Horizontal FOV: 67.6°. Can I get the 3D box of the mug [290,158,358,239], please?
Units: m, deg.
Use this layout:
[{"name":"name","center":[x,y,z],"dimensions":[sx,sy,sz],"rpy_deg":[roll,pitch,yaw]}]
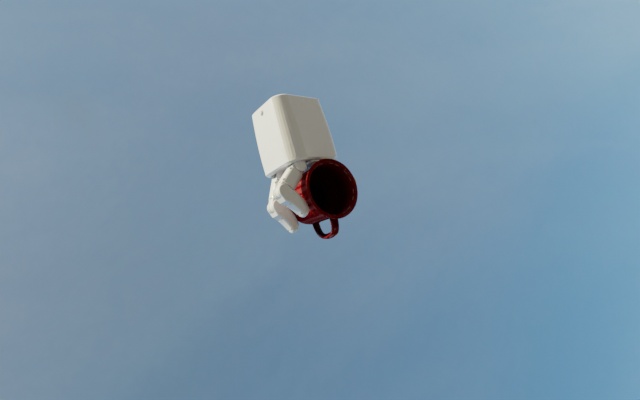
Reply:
[{"name":"mug","center":[0.000,0.004,0.742],"dimensions":[0.093,0.117,0.081],"rpy_deg":[-11,-7,-36]}]
